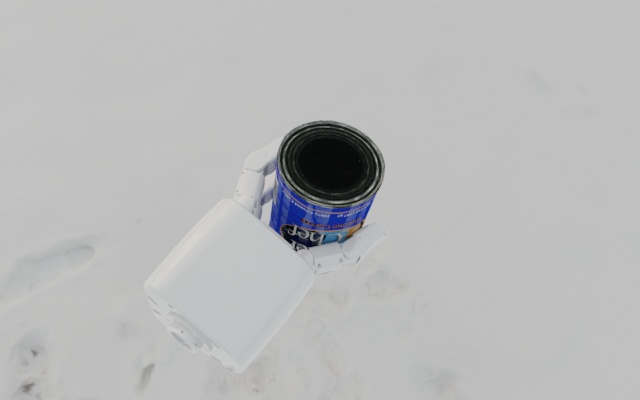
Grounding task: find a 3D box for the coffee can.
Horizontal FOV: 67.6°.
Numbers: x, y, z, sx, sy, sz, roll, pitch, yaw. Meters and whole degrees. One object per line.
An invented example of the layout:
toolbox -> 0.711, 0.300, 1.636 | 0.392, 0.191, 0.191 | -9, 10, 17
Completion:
coffee can -> 0.000, 0.002, 0.499 | 0.103, 0.102, 0.140 | 0, -33, -10
